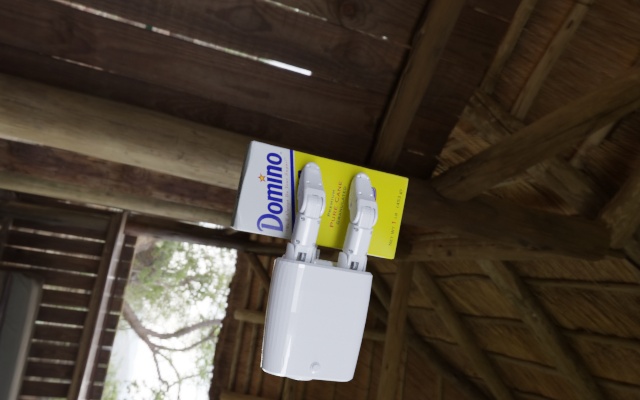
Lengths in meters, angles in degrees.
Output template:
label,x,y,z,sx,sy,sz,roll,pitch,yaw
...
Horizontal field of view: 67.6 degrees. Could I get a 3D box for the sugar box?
label,x,y,z,sx,sy,sz,roll,pitch,yaw
sugar box,0.000,0.002,0.512,0.176,0.093,0.048,12,-4,-17
